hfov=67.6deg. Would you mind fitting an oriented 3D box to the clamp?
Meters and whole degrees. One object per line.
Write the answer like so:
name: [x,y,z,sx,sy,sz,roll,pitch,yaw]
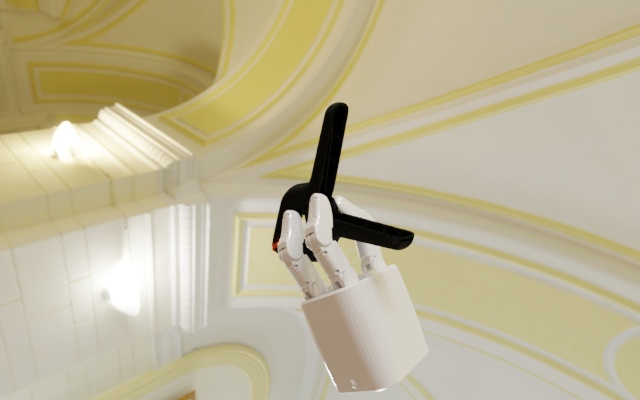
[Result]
clamp: [0.000,0.002,0.540,0.036,0.164,0.210,-12,-13,-40]
